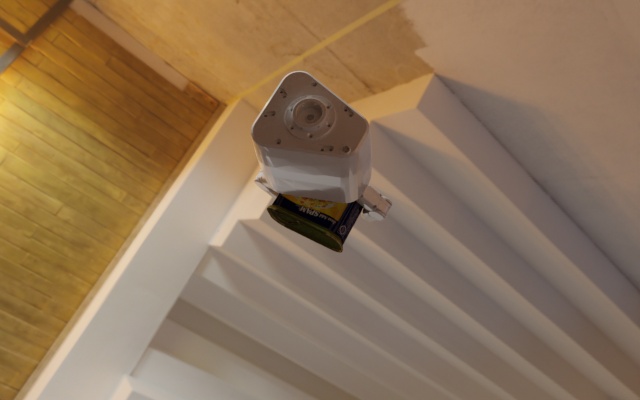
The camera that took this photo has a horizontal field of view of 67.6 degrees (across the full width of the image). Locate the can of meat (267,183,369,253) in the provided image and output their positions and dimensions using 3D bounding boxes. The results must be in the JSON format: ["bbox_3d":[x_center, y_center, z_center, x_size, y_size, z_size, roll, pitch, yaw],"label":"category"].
[{"bbox_3d":[0.000,0.002,0.583,0.102,0.084,0.057,24,-18,18],"label":"can of meat"}]
